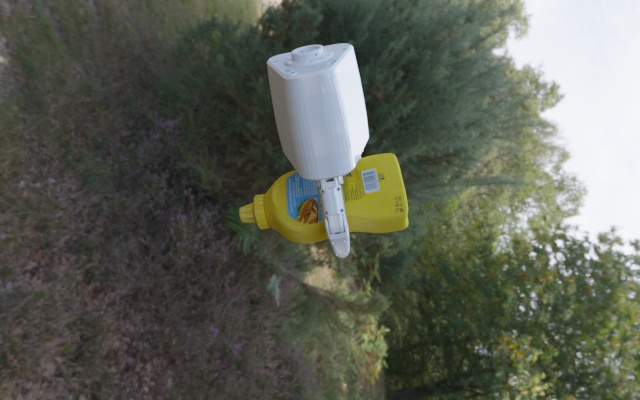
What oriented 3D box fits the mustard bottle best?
[{"bbox_3d":[0.000,0.002,0.556,0.191,0.096,0.058,-9,-36,4],"label":"mustard bottle"}]
